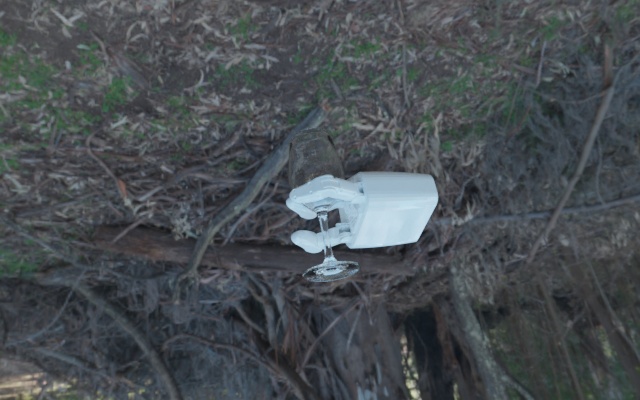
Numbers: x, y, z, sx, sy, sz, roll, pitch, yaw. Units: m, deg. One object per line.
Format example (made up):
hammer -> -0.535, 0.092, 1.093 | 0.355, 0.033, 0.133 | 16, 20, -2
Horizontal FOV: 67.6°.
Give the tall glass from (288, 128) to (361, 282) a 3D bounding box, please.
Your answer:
tall glass -> 0.000, 0.003, 0.645 | 0.079, 0.201, 0.079 | -8, -25, -4
